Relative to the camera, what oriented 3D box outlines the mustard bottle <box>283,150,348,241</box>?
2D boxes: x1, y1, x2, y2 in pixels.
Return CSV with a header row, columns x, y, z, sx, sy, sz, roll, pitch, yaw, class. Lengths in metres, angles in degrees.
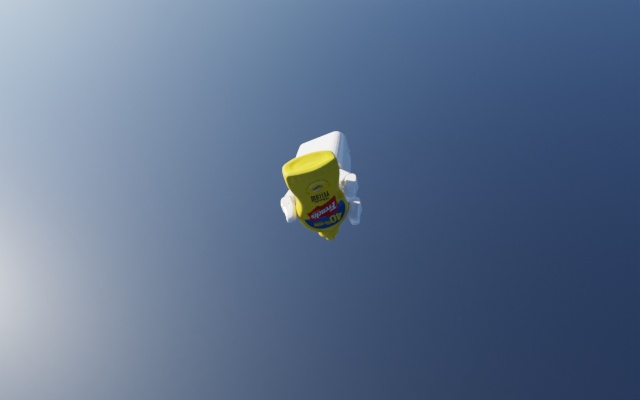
x,y,z,sx,sy,sz,roll,pitch,yaw,class
0.000,0.003,0.877,0.096,0.192,0.058,-20,41,-4,mustard bottle
